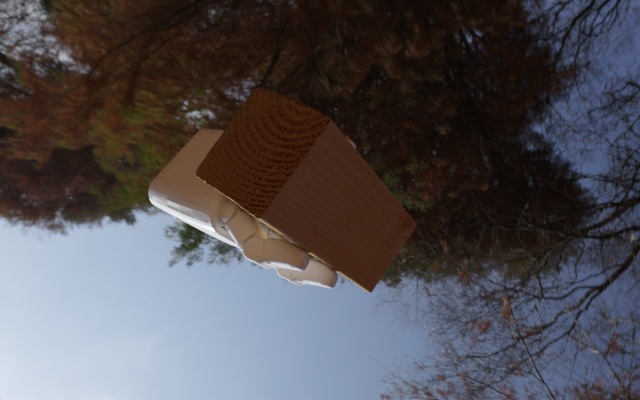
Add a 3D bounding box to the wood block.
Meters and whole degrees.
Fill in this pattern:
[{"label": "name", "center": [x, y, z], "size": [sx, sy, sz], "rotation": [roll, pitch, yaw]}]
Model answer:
[{"label": "wood block", "center": [0.000, 0.001, 0.440], "size": [0.090, 0.091, 0.206], "rotation": [30, -6, 37]}]
